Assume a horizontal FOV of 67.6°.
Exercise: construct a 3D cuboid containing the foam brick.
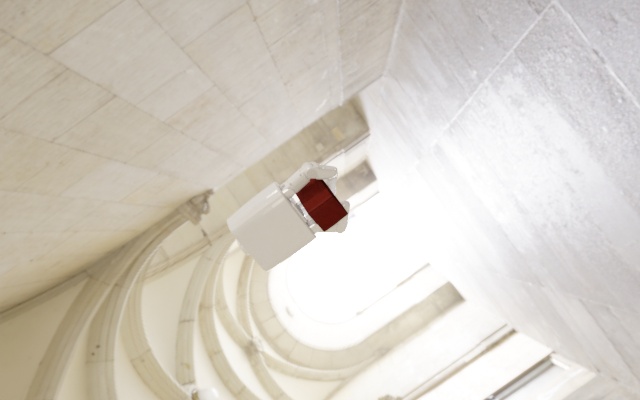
[{"bbox_3d":[0.000,0.003,0.786,0.053,0.051,0.078,51,3,-38],"label":"foam brick"}]
